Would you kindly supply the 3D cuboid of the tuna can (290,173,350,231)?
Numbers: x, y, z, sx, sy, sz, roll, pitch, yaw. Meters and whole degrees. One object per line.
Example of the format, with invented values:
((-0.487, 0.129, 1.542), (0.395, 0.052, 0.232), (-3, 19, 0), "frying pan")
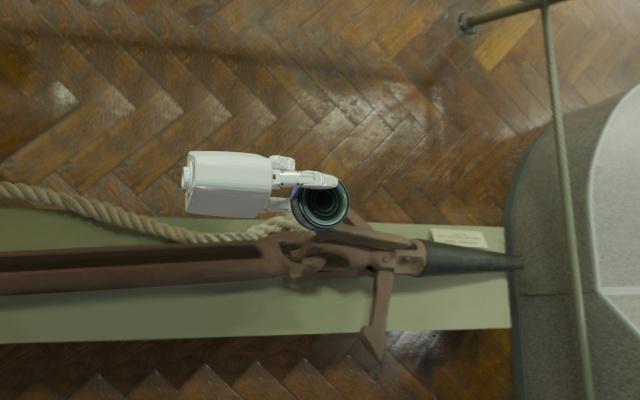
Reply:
((0.000, 0.002, 0.719), (0.086, 0.086, 0.034), (0, -9, -25), "tuna can")
